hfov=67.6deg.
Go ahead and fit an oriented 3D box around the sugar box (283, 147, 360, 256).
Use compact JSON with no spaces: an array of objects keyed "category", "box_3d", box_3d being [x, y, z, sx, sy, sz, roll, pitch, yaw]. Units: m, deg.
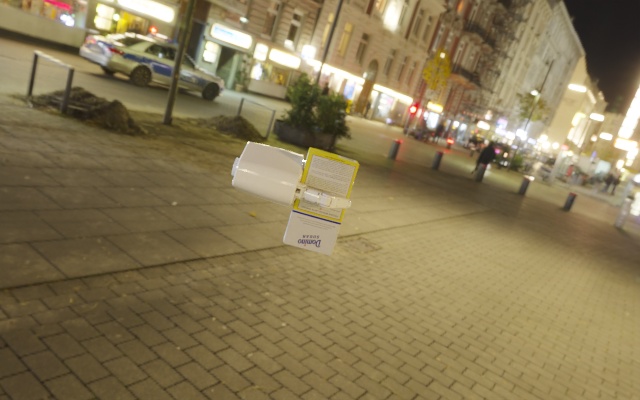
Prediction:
[{"category":"sugar box","box_3d":[0.000,0.003,0.858,0.093,0.176,0.048,16,13,-5]}]
